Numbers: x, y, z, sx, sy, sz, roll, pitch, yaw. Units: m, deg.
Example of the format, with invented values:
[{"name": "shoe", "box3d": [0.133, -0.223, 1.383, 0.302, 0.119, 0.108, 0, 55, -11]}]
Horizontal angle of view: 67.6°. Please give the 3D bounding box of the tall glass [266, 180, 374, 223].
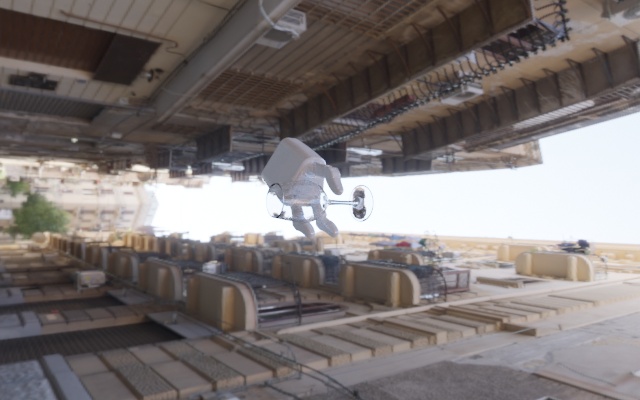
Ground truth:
[{"name": "tall glass", "box3d": [0.001, 0.003, 0.889, 0.201, 0.079, 0.079, 2, -1, -36]}]
